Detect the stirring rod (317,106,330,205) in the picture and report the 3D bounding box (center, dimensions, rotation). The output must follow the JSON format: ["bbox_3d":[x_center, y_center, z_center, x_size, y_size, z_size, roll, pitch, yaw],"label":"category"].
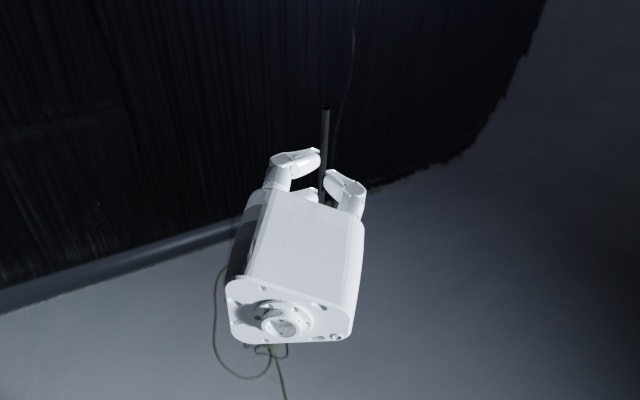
[{"bbox_3d":[0.000,0.002,0.539,0.011,0.240,0.011,2,41,-2],"label":"stirring rod"}]
